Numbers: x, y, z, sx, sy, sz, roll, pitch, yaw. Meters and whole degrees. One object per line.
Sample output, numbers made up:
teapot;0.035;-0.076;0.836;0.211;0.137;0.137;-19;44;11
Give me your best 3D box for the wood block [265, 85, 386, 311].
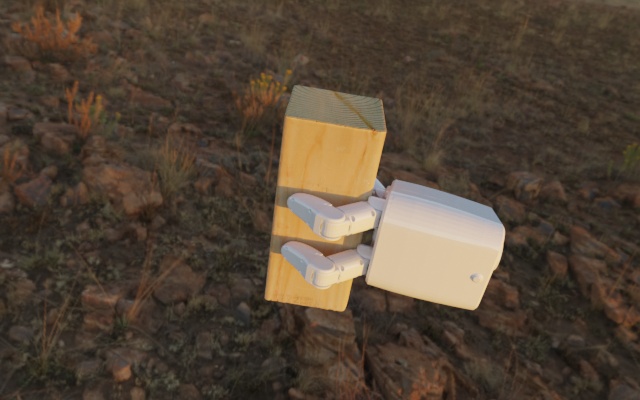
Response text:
wood block;0.001;0.001;0.488;0.090;0.206;0.090;9;30;-1
